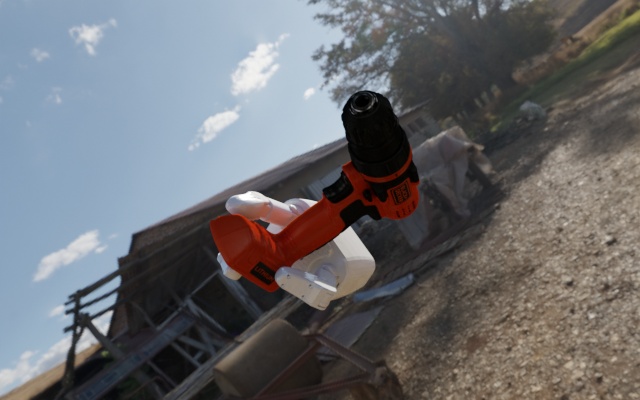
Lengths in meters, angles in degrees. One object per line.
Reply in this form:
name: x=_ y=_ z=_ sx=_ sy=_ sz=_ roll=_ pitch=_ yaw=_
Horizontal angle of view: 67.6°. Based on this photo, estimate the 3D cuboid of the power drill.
power drill: x=0.000 y=0.002 z=0.430 sx=0.187 sy=0.057 sz=0.184 roll=-30 pitch=-32 yaw=3
